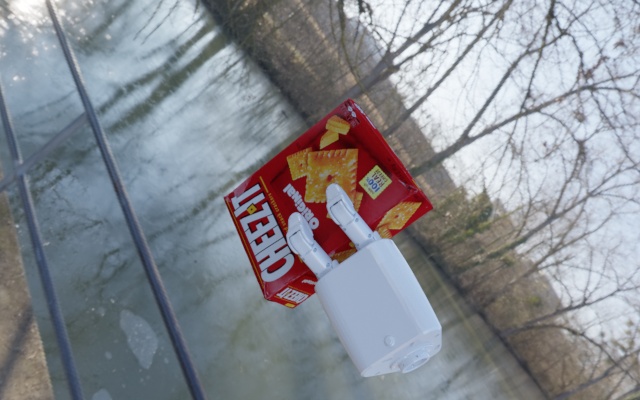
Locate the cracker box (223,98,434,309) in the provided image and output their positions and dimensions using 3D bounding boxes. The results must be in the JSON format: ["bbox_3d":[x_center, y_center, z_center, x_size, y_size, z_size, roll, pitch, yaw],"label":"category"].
[{"bbox_3d":[0.000,0.002,0.583,0.214,0.164,0.072,-37,-34,11],"label":"cracker box"}]
